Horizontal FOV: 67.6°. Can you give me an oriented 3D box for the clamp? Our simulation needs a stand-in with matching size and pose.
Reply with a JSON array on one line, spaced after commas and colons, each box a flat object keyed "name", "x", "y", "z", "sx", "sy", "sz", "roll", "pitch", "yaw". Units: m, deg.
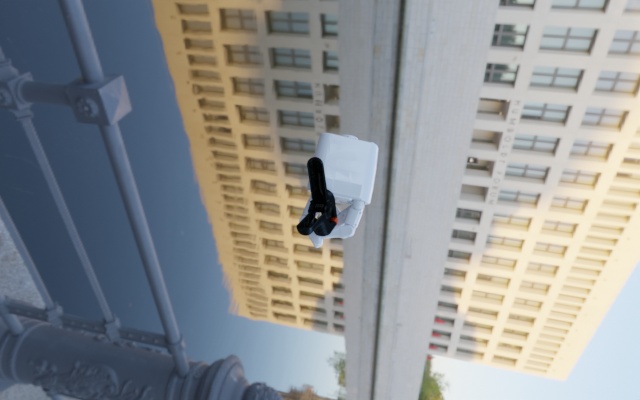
[{"name": "clamp", "x": 0.001, "y": 0.003, "z": 0.772, "sx": 0.039, "sy": 0.120, "sz": 0.171, "roll": 11, "pitch": -6, "yaw": 13}]
